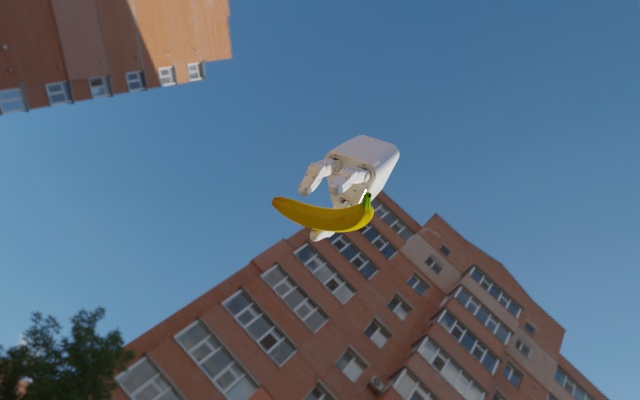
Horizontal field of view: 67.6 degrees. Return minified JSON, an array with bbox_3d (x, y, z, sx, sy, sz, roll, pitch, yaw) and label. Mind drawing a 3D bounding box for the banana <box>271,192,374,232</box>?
[{"bbox_3d":[0.009,0.019,0.740,0.198,0.070,0.037,-4,27,39],"label":"banana"}]
